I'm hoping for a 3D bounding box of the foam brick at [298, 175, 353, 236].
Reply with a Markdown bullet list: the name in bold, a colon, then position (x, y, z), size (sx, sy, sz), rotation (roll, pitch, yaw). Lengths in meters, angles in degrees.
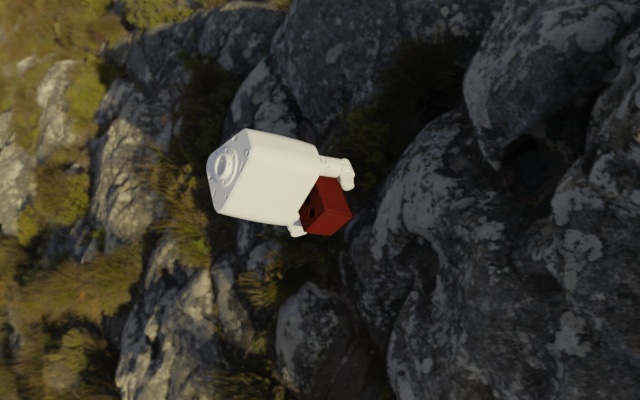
- **foam brick**: position (0.000, 0.002, 0.661), size (0.051, 0.078, 0.053), rotation (11, -42, -40)
